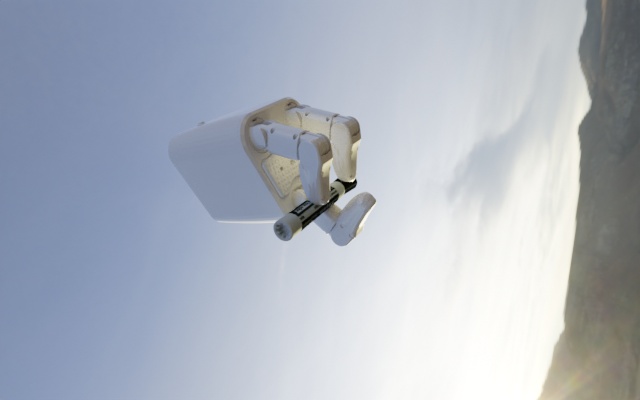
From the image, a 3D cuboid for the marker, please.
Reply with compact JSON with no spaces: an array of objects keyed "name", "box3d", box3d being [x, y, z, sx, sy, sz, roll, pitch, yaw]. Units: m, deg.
[{"name":"marker","box3d":[0.000,0.001,0.426,0.020,0.020,0.121,0,23,33]}]
